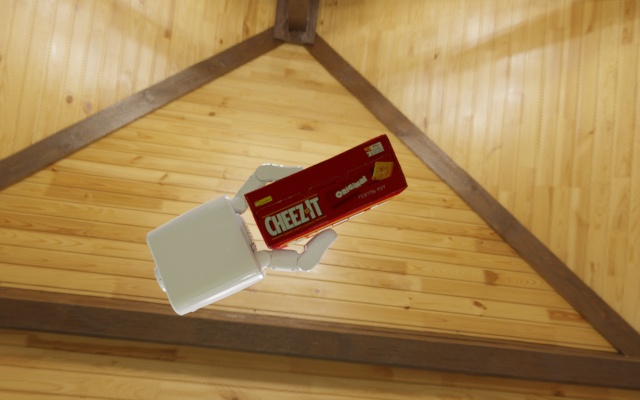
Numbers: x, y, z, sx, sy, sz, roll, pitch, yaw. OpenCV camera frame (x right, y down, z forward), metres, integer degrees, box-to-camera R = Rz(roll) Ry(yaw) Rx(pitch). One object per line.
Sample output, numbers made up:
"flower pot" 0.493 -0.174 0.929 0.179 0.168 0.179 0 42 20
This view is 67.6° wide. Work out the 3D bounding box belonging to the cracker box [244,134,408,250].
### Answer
"cracker box" 0.000 0.002 0.593 0.164 0.072 0.214 -24 -3 -7
